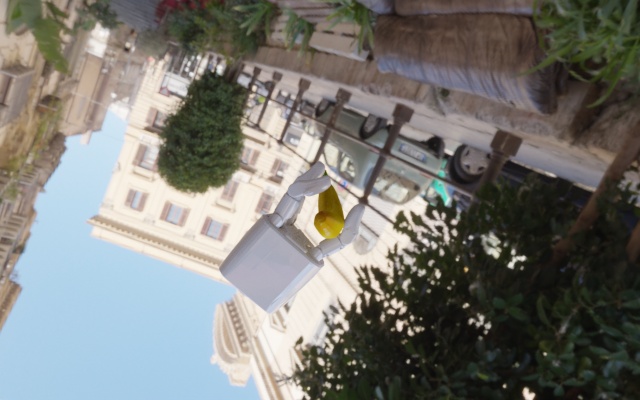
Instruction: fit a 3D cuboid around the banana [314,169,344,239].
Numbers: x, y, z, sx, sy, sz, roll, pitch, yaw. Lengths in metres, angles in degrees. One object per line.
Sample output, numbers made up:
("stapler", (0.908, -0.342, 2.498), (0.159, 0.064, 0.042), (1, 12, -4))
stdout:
("banana", (0.009, 0.016, 0.681), (0.037, 0.070, 0.197), (-27, 18, 9))
